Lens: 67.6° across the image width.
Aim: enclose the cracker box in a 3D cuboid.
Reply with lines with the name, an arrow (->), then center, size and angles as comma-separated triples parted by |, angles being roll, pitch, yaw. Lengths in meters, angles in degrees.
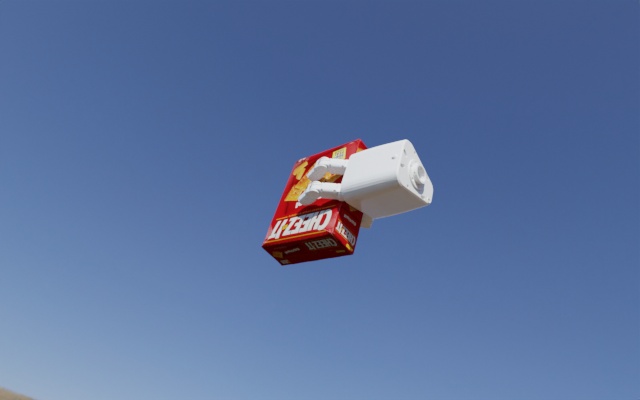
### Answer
cracker box -> 0.000, 0.003, 0.866 | 0.164, 0.213, 0.072 | -15, -48, 38
